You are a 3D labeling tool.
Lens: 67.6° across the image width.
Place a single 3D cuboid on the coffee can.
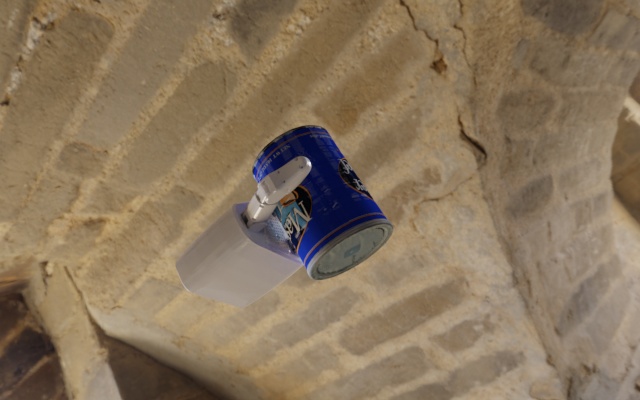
[{"bbox_3d":[0.000,0.002,0.531,0.103,0.140,0.103,-26,-25,-13],"label":"coffee can"}]
